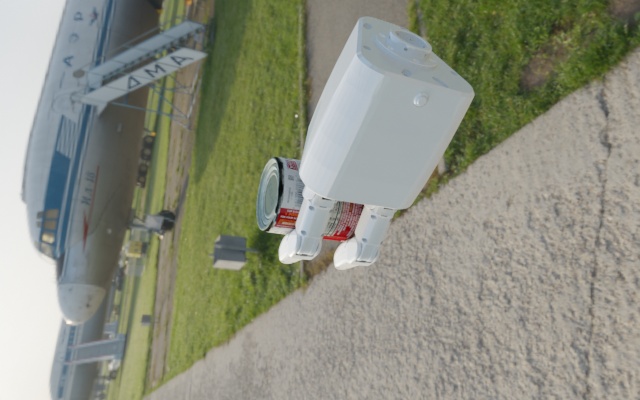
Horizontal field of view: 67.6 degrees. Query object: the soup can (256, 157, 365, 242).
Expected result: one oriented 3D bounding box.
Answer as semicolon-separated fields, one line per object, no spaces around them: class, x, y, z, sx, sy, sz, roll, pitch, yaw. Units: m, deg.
soup can;0.000;0.002;0.434;0.102;0.068;0.068;9;-3;-22
